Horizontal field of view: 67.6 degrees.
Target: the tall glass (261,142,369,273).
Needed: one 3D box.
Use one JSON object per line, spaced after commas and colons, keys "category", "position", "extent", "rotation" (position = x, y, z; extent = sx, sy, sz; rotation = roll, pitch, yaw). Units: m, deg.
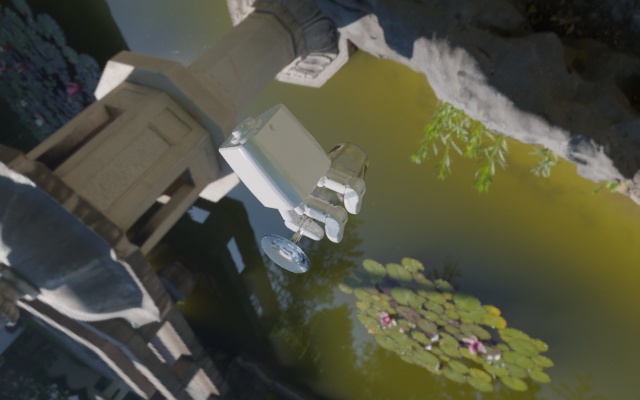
{"category": "tall glass", "position": [0.000, 0.003, 0.680], "extent": [0.079, 0.079, 0.201], "rotation": [0, 43, 41]}
